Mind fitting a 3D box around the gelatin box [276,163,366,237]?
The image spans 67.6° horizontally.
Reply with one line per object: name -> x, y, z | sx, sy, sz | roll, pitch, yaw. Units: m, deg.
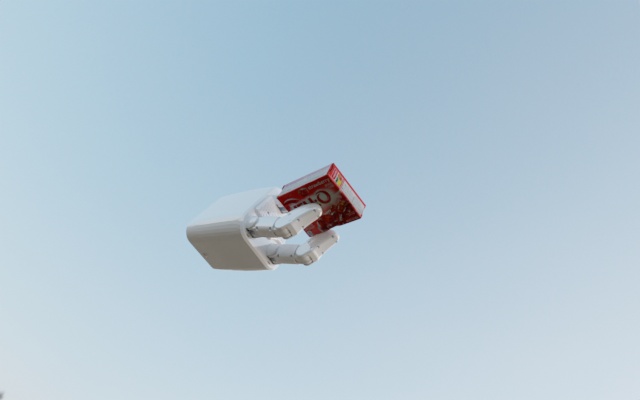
gelatin box -> 0.001, 0.002, 0.601 | 0.089, 0.073, 0.030 | -22, 26, 35
